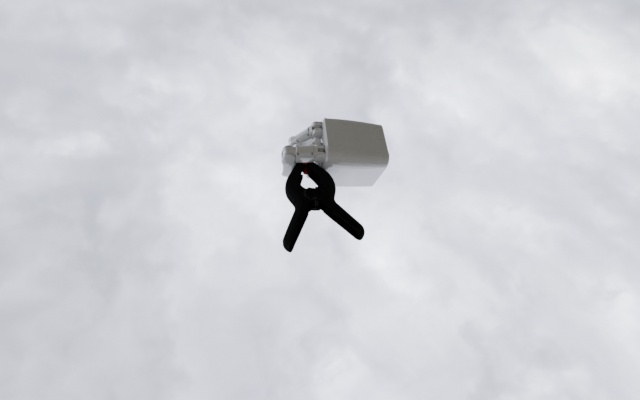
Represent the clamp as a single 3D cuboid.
[{"bbox_3d":[0.000,0.003,0.732,0.120,0.171,0.039,2,-36,-10],"label":"clamp"}]
